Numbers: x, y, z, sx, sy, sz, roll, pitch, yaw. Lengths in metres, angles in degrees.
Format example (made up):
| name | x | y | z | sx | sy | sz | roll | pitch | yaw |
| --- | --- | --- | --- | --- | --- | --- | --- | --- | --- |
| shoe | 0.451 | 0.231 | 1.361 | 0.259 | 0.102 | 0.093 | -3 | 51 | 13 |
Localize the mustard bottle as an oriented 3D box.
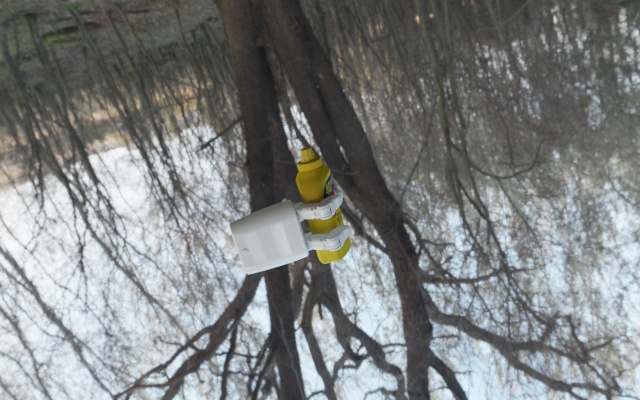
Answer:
| name | x | y | z | sx | sy | sz | roll | pitch | yaw |
| --- | --- | --- | --- | --- | --- | --- | --- | --- | --- |
| mustard bottle | 0.001 | 0.003 | 0.806 | 0.058 | 0.192 | 0.096 | -11 | 19 | 17 |
